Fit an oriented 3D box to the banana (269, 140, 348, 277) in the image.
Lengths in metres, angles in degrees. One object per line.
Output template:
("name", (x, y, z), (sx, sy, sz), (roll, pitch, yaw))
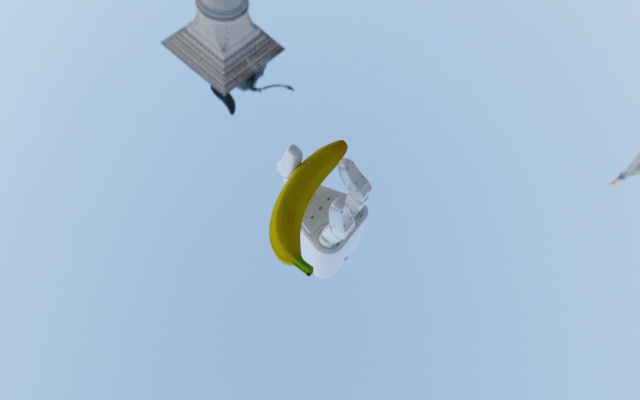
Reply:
("banana", (-0.019, 0.002, 0.572), (0.069, 0.197, 0.037), (9, -34, 10))
